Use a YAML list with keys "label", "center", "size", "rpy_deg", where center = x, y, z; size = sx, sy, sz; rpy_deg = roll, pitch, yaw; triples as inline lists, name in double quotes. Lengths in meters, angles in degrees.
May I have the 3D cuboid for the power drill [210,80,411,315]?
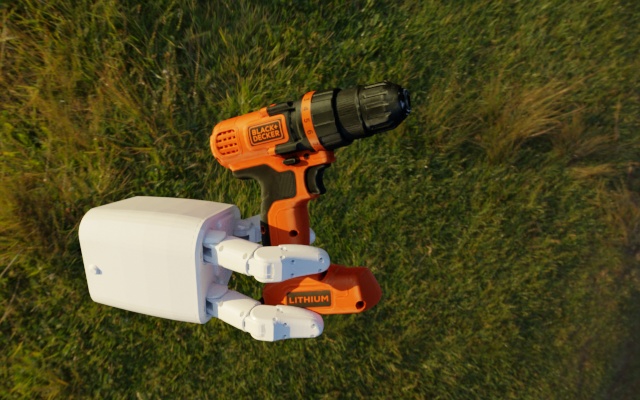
- label: "power drill"
  center: [0.000, 0.002, 0.416]
  size: [0.184, 0.187, 0.057]
  rpy_deg: [-9, 2, 26]
